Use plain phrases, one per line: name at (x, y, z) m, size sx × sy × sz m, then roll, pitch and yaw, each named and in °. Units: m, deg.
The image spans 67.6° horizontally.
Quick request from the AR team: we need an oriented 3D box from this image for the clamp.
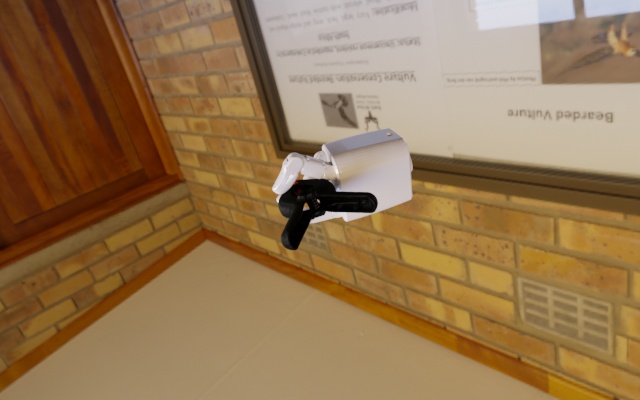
clamp at (0.000, 0.003, 0.608) m, size 0.120 × 0.039 × 0.171 m, roll -16°, pitch 24°, yaw -4°
